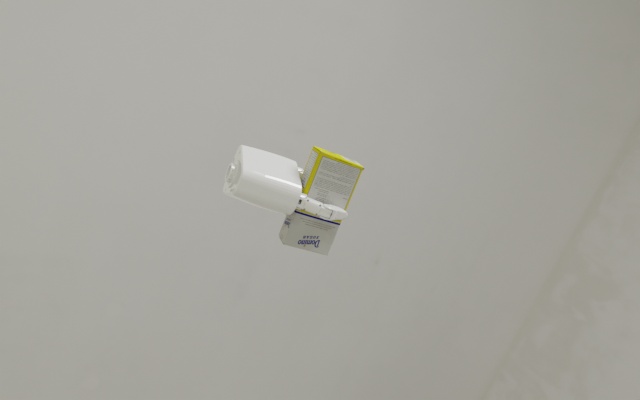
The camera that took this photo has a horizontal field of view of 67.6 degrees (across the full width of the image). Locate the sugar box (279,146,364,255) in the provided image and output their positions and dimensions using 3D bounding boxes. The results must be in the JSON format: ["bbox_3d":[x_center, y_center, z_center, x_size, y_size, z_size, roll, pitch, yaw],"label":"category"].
[{"bbox_3d":[0.000,0.002,0.845,0.093,0.176,0.048,18,14,-25],"label":"sugar box"}]
